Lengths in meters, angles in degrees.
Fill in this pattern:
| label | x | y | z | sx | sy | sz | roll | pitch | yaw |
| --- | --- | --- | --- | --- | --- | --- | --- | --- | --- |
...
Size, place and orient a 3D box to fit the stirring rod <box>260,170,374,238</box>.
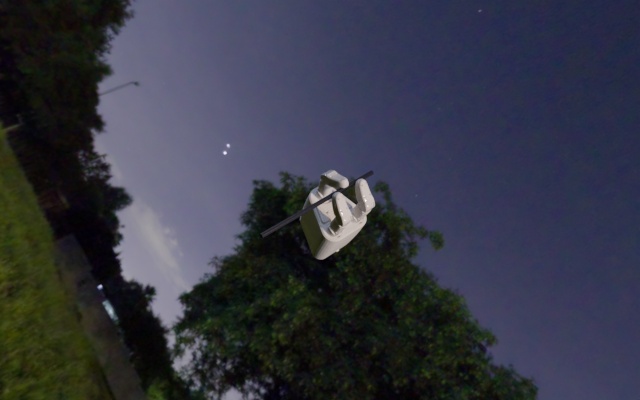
| label | x | y | z | sx | sy | sz | roll | pitch | yaw |
| --- | --- | --- | --- | --- | --- | --- | --- | --- | --- |
| stirring rod | 0.000 | 0.003 | 0.800 | 0.239 | 0.011 | 0.011 | -30 | 15 | -28 |
